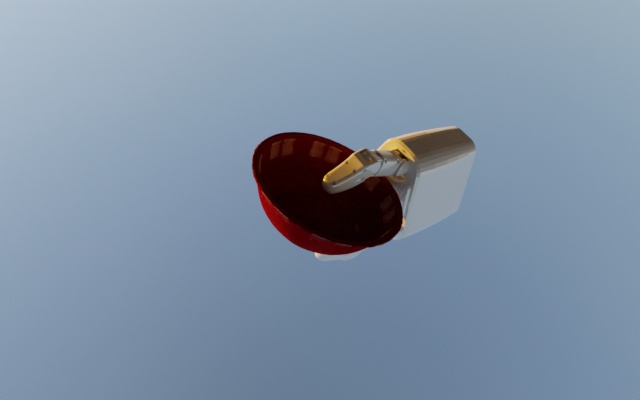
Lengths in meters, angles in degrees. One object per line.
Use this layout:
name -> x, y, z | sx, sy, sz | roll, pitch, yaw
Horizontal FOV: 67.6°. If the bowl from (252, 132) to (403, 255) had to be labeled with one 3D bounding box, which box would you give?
bowl -> -0.001, 0.002, 0.483 | 0.162, 0.055, 0.162 | 19, 37, -15
